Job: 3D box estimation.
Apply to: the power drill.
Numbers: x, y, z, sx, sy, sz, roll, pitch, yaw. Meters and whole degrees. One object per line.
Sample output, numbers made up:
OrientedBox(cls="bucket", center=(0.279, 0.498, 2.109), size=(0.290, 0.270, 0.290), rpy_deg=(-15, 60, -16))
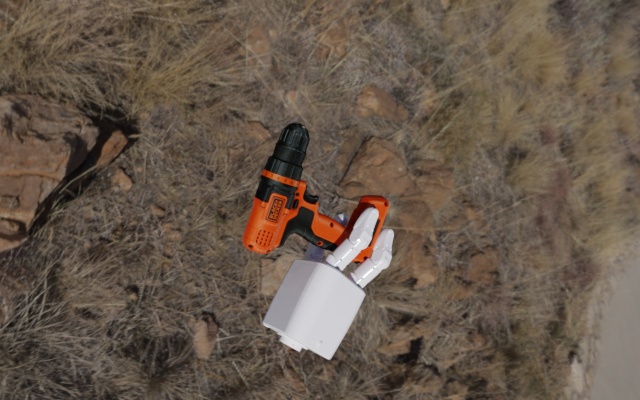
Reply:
OrientedBox(cls="power drill", center=(0.000, 0.003, 0.675), size=(0.188, 0.184, 0.057), rpy_deg=(19, 6, -21))
